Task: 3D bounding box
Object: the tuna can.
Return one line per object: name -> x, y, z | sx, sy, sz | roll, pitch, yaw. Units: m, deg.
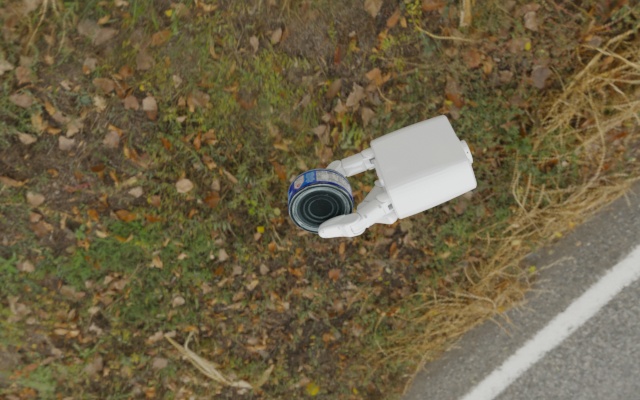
tuna can -> 0.000, 0.002, 0.621 | 0.086, 0.086, 0.033 | 0, 39, -3
